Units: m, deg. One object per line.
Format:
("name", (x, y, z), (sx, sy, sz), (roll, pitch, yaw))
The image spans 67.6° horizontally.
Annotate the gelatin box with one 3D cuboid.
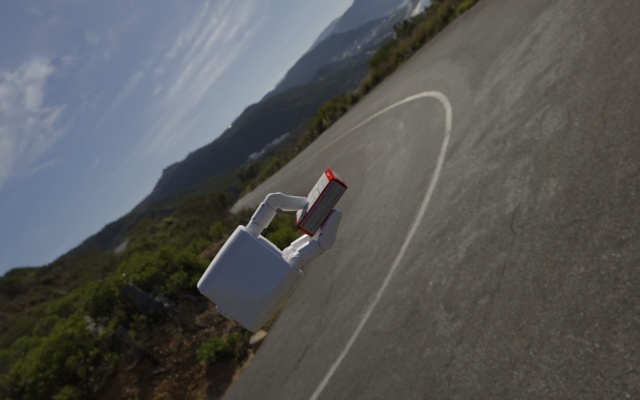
("gelatin box", (0.000, 0.002, 0.693), (0.030, 0.089, 0.073), (33, 9, -11))
